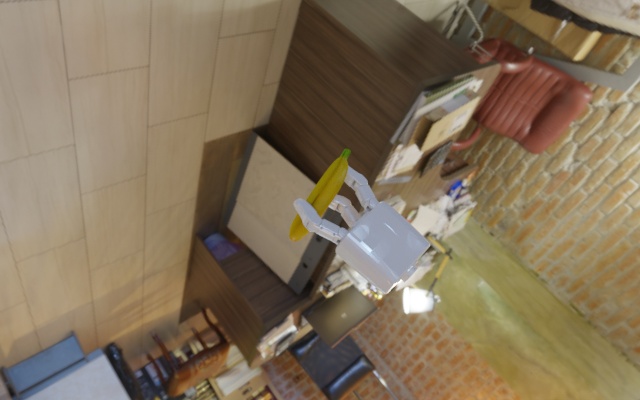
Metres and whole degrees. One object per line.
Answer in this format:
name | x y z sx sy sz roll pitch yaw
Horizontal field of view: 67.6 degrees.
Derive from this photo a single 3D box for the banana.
banana | -0.004 0.004 0.807 0.037 0.198 0.069 37 21 6
